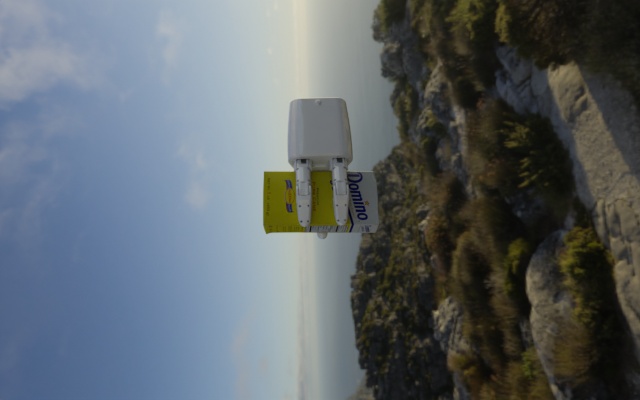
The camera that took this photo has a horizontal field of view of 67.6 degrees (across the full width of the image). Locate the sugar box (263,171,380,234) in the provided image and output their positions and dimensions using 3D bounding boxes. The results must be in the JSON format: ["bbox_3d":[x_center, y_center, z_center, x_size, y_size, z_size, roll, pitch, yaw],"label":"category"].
[{"bbox_3d":[0.000,0.002,0.742,0.176,0.093,0.048,-2,-23,-2],"label":"sugar box"}]
